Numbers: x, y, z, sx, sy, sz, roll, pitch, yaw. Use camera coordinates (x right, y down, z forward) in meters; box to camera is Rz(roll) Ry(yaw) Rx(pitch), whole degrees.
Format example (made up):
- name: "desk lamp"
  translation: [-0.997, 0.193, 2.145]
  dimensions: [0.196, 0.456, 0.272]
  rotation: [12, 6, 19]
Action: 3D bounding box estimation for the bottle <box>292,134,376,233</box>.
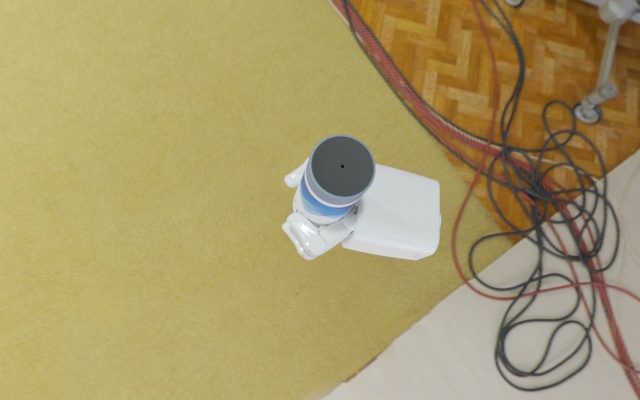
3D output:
- name: "bottle"
  translation: [0.000, 0.002, 0.603]
  dimensions: [0.069, 0.069, 0.296]
  rotation: [0, -14, -9]
